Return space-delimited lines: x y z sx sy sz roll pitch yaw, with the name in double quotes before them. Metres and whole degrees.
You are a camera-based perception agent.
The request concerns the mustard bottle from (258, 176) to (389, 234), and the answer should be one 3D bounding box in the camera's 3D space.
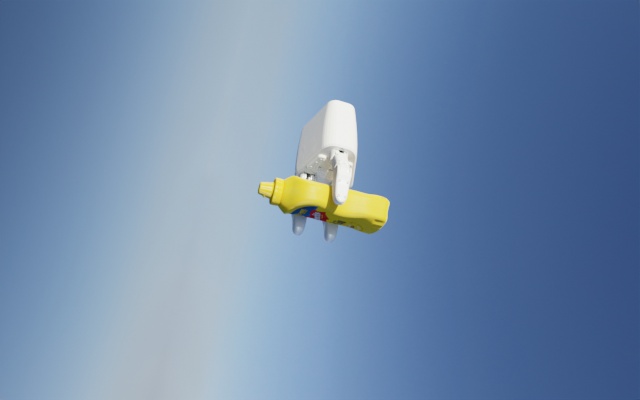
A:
"mustard bottle" 0.000 0.003 0.725 0.191 0.058 0.096 14 -13 -13
